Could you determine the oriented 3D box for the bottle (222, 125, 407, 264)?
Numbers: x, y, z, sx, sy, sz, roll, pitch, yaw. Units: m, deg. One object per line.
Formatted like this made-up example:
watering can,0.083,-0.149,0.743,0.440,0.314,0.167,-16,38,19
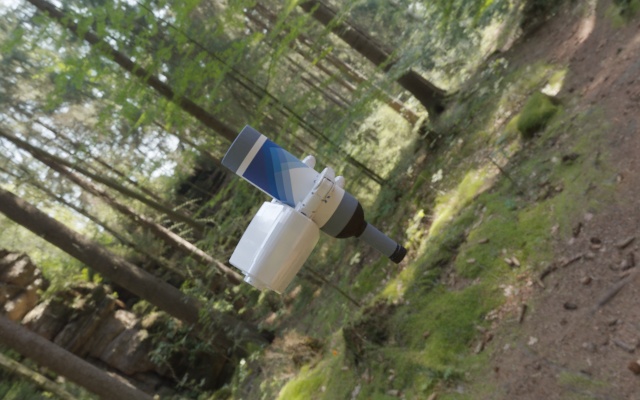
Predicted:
bottle,0.000,0.002,0.691,0.296,0.069,0.069,34,-6,-8
